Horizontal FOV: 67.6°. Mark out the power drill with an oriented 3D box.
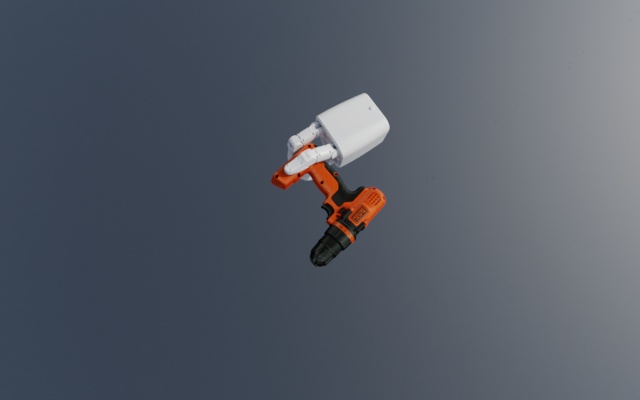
[{"bbox_3d":[0.000,0.002,0.875,0.184,0.187,0.057,-45,-2,-18],"label":"power drill"}]
